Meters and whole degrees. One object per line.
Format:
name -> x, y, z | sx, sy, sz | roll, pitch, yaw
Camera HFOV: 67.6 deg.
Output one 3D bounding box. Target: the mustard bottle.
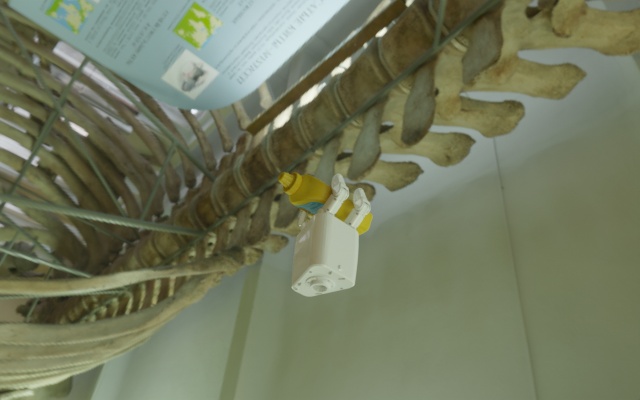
mustard bottle -> 0.000, 0.003, 0.890 | 0.192, 0.058, 0.096 | 32, -22, -29
